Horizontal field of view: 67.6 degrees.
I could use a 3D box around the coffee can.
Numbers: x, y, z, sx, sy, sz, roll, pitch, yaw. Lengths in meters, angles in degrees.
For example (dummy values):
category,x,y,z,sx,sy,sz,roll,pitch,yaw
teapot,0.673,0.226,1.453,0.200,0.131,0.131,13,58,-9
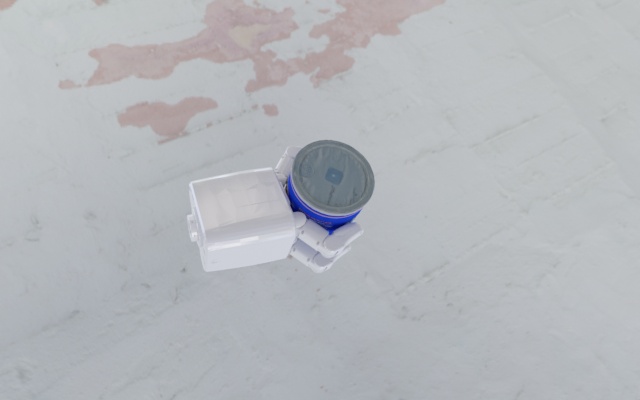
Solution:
category,x,y,z,sx,sy,sz,roll,pitch,yaw
coffee can,0.000,0.002,0.626,0.103,0.102,0.140,0,-28,-15
